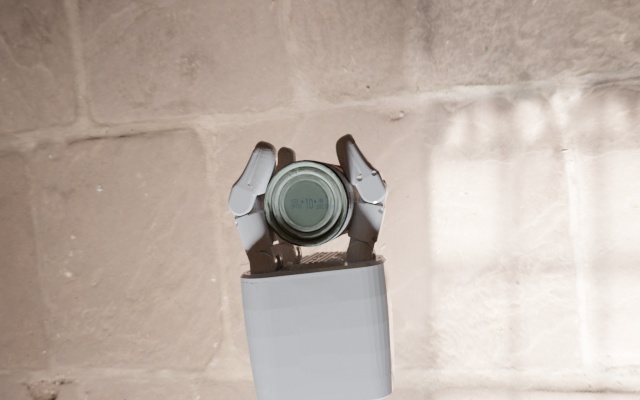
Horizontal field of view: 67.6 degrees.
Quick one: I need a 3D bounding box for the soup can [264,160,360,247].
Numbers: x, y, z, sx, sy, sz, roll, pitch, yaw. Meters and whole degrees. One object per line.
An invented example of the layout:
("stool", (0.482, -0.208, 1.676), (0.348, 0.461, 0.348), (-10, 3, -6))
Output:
("soup can", (0.000, 0.001, 0.404), (0.068, 0.068, 0.102), (0, 2, 14))
